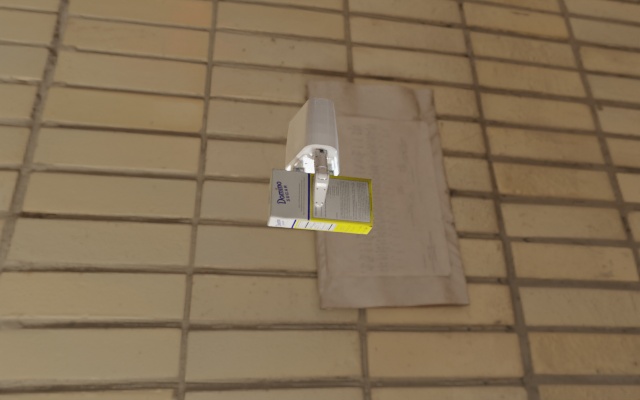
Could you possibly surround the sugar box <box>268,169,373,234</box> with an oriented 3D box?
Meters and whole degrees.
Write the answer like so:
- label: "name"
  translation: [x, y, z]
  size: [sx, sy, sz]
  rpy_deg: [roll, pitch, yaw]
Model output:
- label: "sugar box"
  translation: [0.000, 0.003, 0.817]
  size: [0.176, 0.093, 0.048]
  rpy_deg: [5, -27, -10]
